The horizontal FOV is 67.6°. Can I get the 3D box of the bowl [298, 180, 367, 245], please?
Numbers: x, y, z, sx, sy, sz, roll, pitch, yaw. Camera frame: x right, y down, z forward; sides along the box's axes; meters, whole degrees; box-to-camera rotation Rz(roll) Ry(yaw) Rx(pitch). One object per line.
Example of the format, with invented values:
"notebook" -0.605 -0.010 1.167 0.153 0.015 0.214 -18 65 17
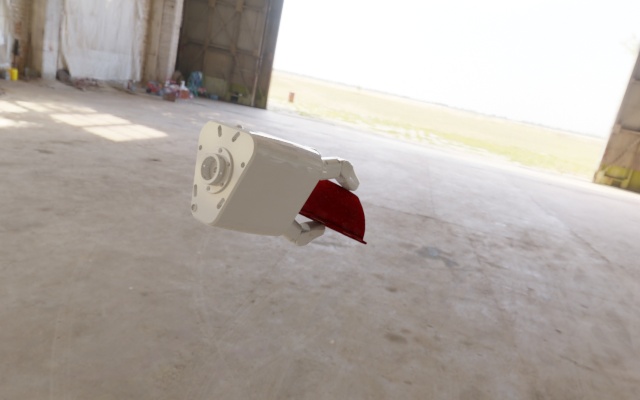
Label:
"bowl" 0.001 0.002 0.649 0.162 0.055 0.162 25 -4 2
